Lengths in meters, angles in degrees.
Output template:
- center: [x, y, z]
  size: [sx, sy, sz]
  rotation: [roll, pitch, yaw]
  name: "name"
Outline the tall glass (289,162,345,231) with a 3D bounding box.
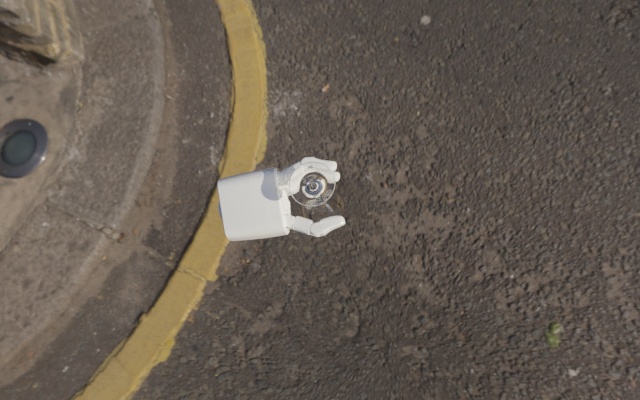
- center: [0.000, 0.003, 0.842]
  size: [0.079, 0.079, 0.201]
  rotation: [0, -17, 9]
  name: "tall glass"
